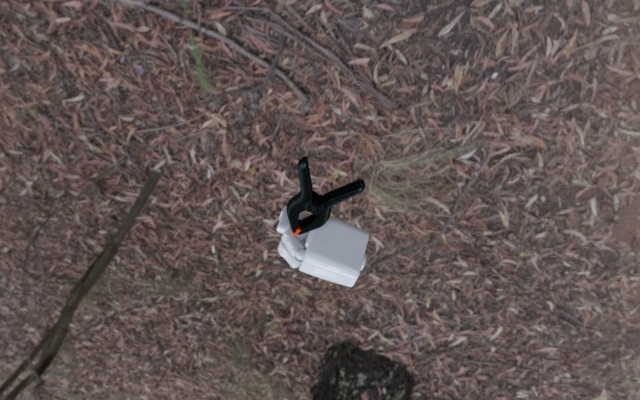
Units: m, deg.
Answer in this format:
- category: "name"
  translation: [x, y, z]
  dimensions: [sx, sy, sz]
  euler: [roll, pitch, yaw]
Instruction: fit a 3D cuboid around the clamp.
- category: "clamp"
  translation: [0.000, 0.003, 0.837]
  dimensions: [0.120, 0.039, 0.172]
  euler: [19, -45, -5]
